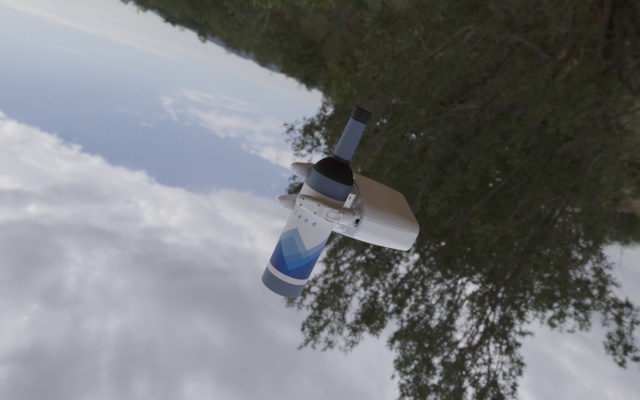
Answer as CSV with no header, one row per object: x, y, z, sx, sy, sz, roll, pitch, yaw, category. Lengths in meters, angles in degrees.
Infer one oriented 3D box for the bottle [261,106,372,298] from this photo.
0.000,0.003,0.703,0.069,0.296,0.069,24,14,-6,bottle
